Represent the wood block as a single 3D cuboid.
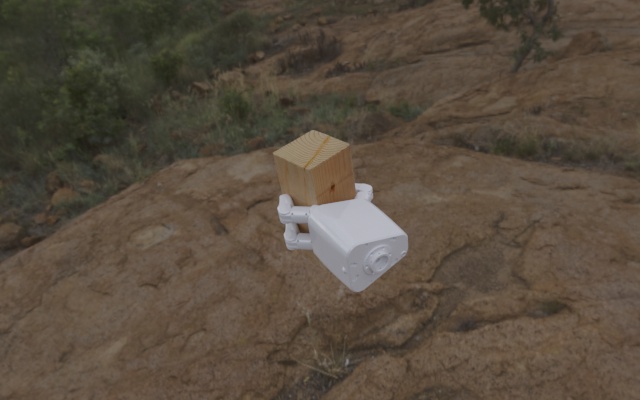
[{"bbox_3d":[0.001,0.002,0.793,0.091,0.206,0.090,-34,42,-30],"label":"wood block"}]
